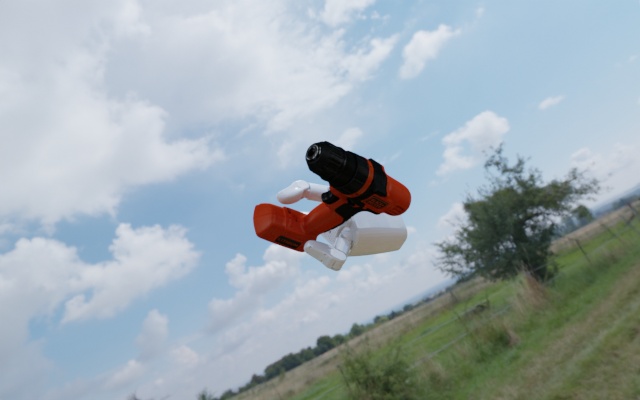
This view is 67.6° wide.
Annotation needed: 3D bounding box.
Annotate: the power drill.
[{"bbox_3d":[0.000,0.002,0.625,0.188,0.057,0.184,-26,-37,34],"label":"power drill"}]
